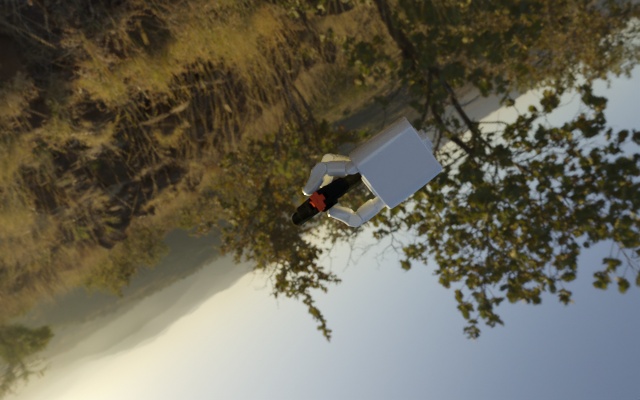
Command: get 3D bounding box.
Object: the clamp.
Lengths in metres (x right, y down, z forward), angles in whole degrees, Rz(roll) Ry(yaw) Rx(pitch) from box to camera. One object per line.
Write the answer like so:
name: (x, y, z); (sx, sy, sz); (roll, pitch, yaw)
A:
clamp: (0.001, 0.003, 0.790); (0.164, 0.036, 0.210); (-37, -2, 13)
